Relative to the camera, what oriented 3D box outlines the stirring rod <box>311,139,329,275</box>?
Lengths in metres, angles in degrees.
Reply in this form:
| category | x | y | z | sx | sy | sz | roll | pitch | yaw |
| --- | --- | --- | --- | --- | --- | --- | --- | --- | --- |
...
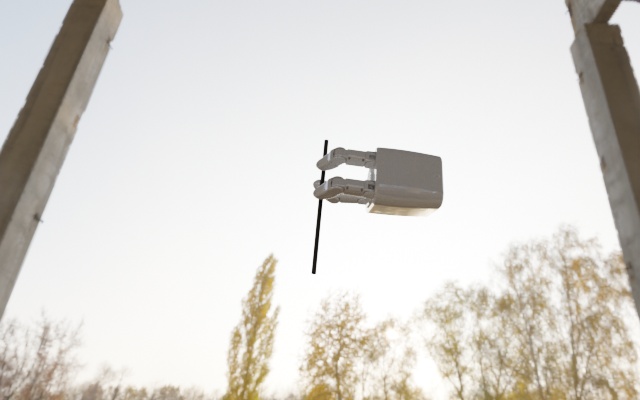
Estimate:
| category | x | y | z | sx | sy | sz | roll | pitch | yaw |
| --- | --- | --- | --- | --- | --- | --- | --- | --- | --- |
| stirring rod | 0.000 | 0.003 | 0.756 | 0.011 | 0.239 | 0.011 | 4 | -29 | 2 |
